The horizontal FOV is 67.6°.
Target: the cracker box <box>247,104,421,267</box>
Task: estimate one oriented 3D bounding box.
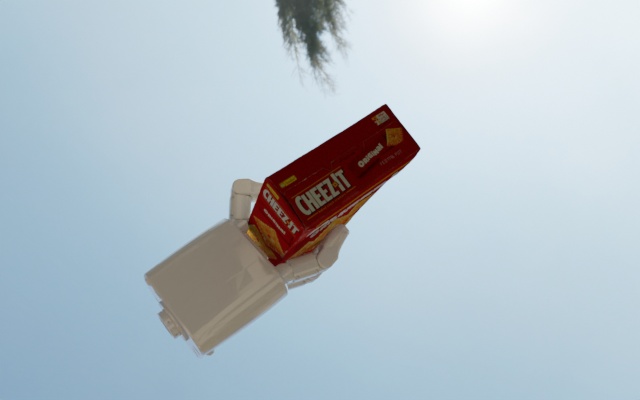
[{"bbox_3d":[0.000,0.002,0.557,0.164,0.072,0.214,-35,-7,-26],"label":"cracker box"}]
